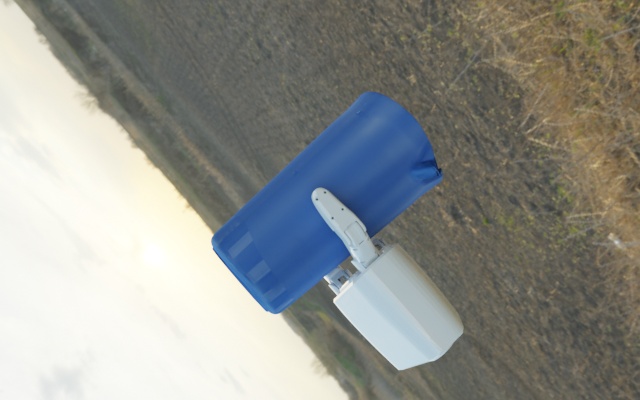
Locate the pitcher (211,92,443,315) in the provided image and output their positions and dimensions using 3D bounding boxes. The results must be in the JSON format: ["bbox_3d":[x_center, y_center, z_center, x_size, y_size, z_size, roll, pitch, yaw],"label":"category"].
[{"bbox_3d":[0.000,0.002,0.529,0.243,0.145,0.149,-41,-9,-11],"label":"pitcher"}]
